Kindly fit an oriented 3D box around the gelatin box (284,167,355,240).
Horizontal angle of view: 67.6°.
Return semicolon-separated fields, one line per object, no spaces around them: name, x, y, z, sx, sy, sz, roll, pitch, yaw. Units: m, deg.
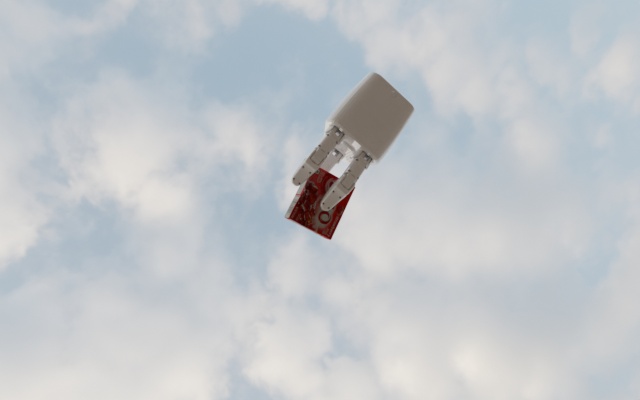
gelatin box;0.000;0.003;0.703;0.073;0.089;0.030;28;-7;-17
